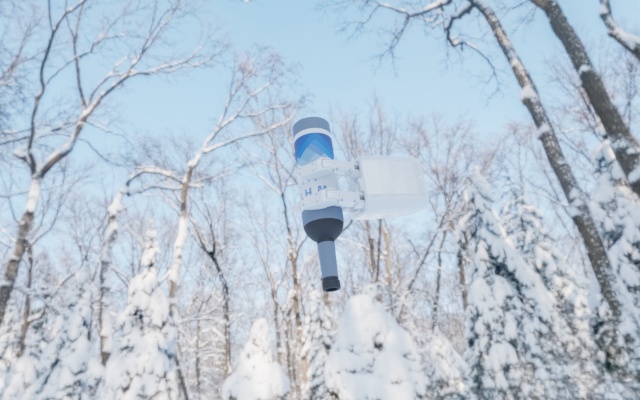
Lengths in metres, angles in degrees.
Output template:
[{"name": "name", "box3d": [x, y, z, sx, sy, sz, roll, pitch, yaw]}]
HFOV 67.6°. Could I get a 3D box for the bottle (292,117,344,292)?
[{"name": "bottle", "box3d": [0.000, 0.002, 0.780, 0.069, 0.295, 0.069, -6, -26, -3]}]
